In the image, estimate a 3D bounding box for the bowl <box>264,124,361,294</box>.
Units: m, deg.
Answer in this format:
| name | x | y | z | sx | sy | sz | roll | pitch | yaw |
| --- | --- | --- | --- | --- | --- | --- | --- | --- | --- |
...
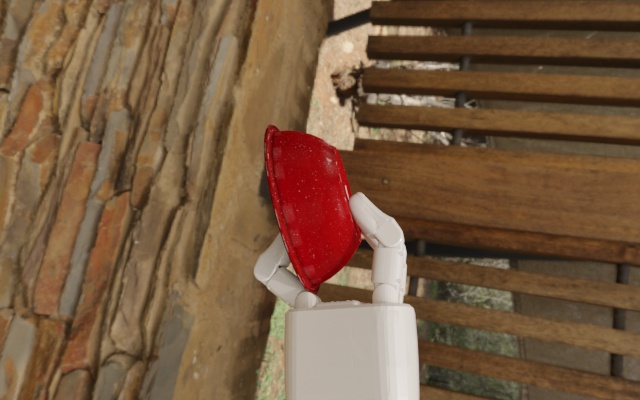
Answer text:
| name | x | y | z | sx | sy | sz | roll | pitch | yaw |
| --- | --- | --- | --- | --- | --- | --- | --- | --- | --- |
| bowl | 0.000 | 0.000 | 0.443 | 0.055 | 0.162 | 0.162 | -15 | -2 | 7 |
